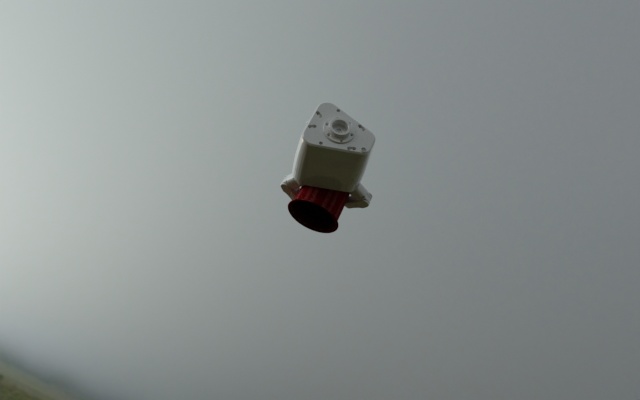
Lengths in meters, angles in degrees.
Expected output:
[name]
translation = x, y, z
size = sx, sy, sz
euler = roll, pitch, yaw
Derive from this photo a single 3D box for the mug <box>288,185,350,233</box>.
[mug]
translation = 0.000, 0.003, 0.834
size = 0.093, 0.081, 0.117
euler = 25, -31, 3
